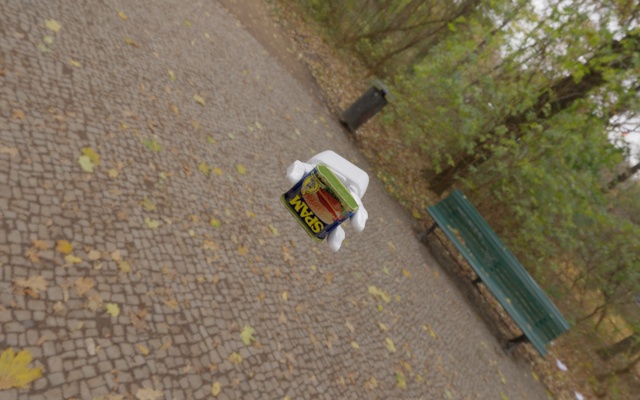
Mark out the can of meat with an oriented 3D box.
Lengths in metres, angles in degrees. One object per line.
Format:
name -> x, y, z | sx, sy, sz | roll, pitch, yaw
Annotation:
can of meat -> 0.000, 0.002, 0.773 | 0.084, 0.102, 0.057 | -40, -1, 20
